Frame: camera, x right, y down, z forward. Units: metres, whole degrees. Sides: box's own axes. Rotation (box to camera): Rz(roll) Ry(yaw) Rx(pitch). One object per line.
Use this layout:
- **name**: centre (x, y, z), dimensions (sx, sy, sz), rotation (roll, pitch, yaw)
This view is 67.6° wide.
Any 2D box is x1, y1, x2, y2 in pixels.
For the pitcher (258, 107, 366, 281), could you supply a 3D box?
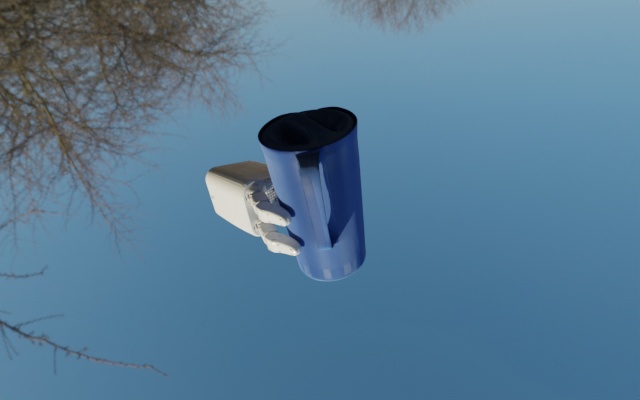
- **pitcher**: centre (0.000, 0.002, 0.683), dimensions (0.145, 0.243, 0.149), rotation (20, 44, 39)
